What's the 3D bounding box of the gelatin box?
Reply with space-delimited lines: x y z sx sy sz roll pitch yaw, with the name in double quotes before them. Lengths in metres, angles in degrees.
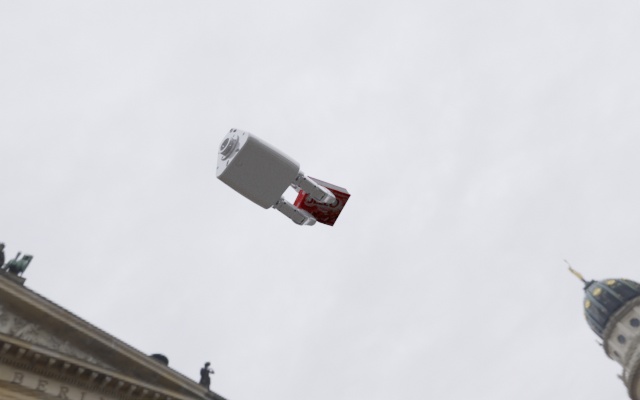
"gelatin box" 0.000 0.003 0.872 0.089 0.073 0.030 17 23 -30
